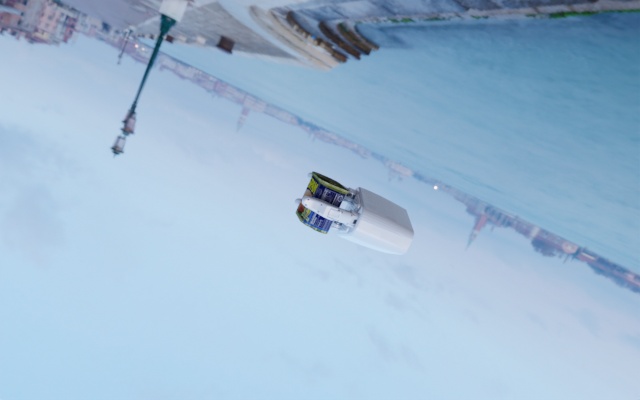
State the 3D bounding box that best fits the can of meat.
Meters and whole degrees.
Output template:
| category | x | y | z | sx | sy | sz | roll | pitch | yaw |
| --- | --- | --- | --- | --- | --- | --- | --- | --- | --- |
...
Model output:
| category | x | y | z | sx | sy | sz | roll | pitch | yaw |
| --- | --- | --- | --- | --- | --- | --- | --- | --- | --- |
| can of meat | 0.000 | 0.003 | 0.841 | 0.057 | 0.084 | 0.102 | 22 | 8 | -15 |
